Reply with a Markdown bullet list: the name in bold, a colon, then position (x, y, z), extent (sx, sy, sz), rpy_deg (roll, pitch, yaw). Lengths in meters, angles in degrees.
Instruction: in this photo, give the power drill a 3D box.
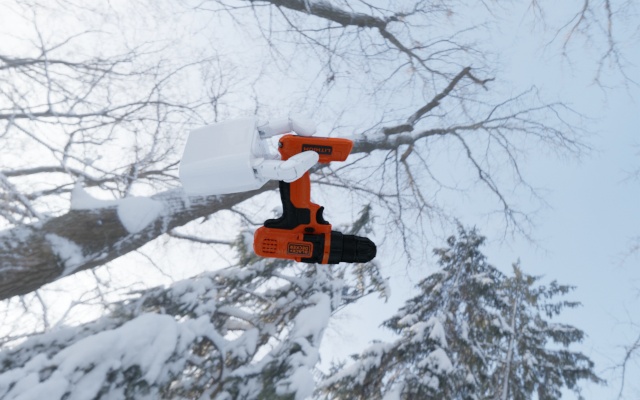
- **power drill**: position (0.000, 0.002, 0.692), extent (0.184, 0.188, 0.057), rpy_deg (5, 11, -7)
